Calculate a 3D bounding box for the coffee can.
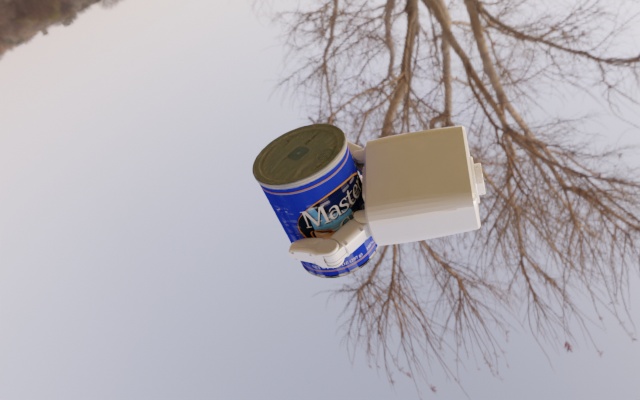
[{"bbox_3d":[0.000,0.002,0.529,0.103,0.140,0.102,-15,37,12],"label":"coffee can"}]
